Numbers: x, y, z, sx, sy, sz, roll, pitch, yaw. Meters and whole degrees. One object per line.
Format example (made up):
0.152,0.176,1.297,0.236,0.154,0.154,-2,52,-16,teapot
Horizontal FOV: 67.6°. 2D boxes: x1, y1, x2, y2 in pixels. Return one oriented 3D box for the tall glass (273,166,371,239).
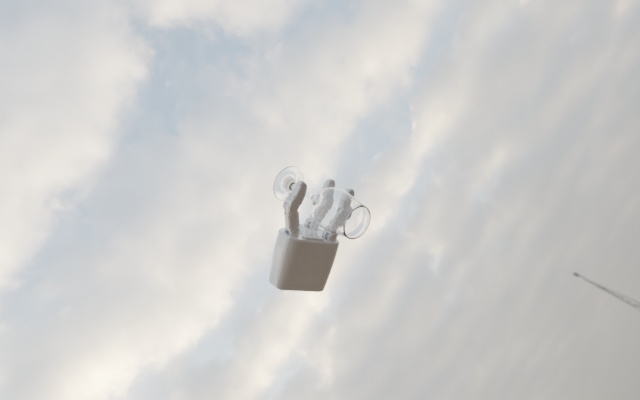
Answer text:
0.000,0.002,0.873,0.079,0.079,0.201,0,20,-42,tall glass
